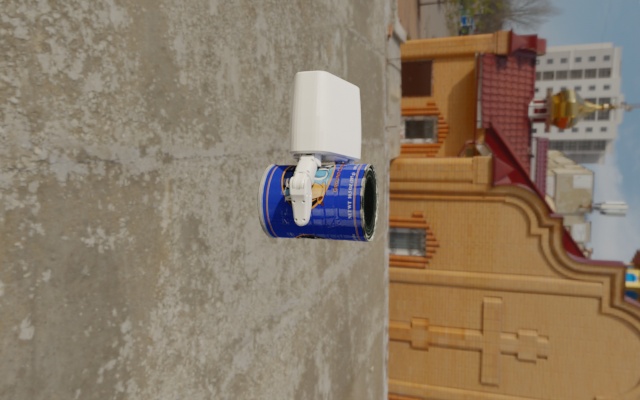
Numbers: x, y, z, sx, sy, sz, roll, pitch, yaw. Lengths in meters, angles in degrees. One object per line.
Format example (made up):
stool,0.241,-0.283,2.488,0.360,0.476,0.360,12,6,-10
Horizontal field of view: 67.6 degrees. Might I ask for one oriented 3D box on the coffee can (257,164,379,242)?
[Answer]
coffee can,0.000,0.002,0.644,0.140,0.103,0.103,1,0,17
